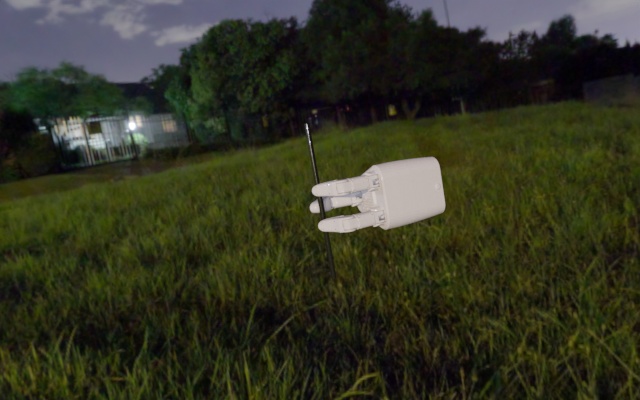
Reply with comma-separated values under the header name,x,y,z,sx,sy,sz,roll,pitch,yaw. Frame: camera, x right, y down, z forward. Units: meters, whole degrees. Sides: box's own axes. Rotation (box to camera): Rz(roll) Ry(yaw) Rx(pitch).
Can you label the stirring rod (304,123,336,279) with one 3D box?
name,x,y,z,sx,sy,sz,roll,pitch,yaw
stirring rod,0.000,0.002,0.729,0.011,0.239,0.011,-10,6,1
